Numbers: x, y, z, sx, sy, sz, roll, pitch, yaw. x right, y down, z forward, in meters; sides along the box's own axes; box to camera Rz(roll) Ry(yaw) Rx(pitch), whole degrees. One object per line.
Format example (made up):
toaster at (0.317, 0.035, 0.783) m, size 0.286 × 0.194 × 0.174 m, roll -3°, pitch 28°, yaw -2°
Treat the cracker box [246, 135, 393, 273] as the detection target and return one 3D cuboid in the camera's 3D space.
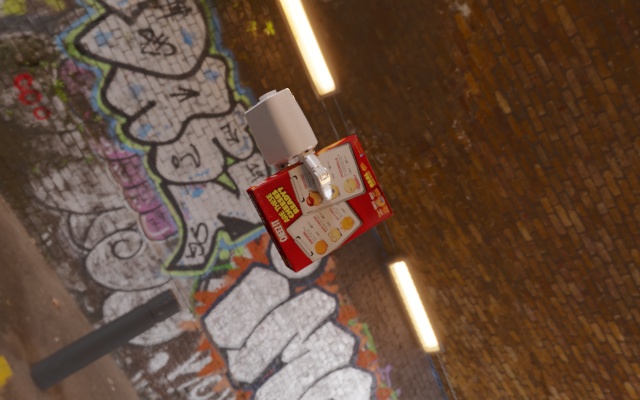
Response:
cracker box at (0.000, 0.003, 0.856) m, size 0.213 × 0.164 × 0.072 m, roll -29°, pitch 10°, yaw -17°
